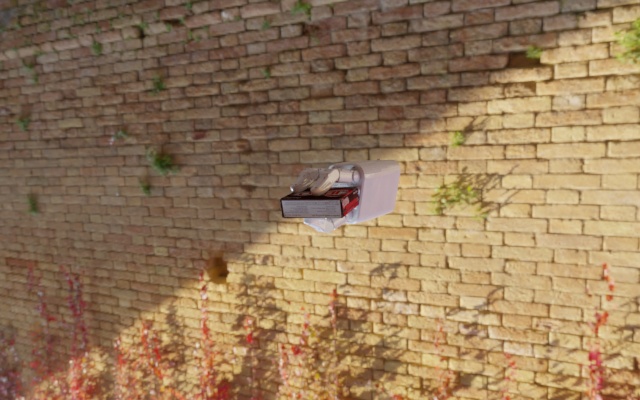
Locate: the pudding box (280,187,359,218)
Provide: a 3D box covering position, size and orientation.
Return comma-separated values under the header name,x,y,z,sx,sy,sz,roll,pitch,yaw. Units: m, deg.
name,x,y,z,sx,sy,sz,roll,pitch,yaw
pudding box,0.000,0.003,0.819,0.113,0.039,0.090,-3,12,23
